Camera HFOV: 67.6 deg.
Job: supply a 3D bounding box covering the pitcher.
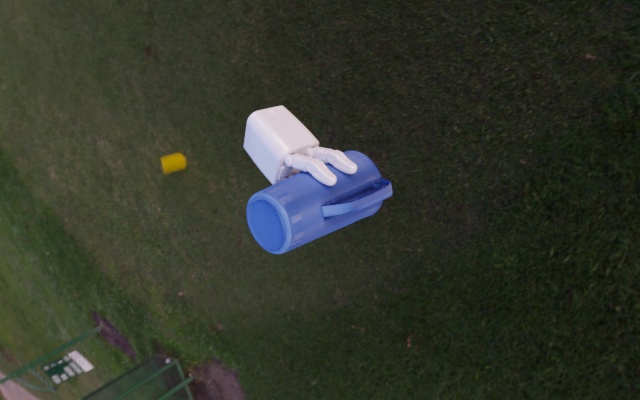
[{"bbox_3d":[0.000,0.003,0.839,0.242,0.145,0.149,-25,-24,-43],"label":"pitcher"}]
